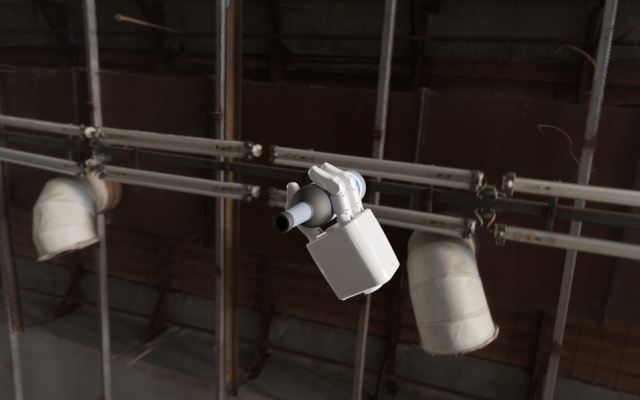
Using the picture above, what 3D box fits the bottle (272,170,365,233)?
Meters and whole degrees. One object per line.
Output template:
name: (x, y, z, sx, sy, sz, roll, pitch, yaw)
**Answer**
bottle: (0.000, 0.002, 0.764, 0.069, 0.069, 0.295, 0, 11, 21)
